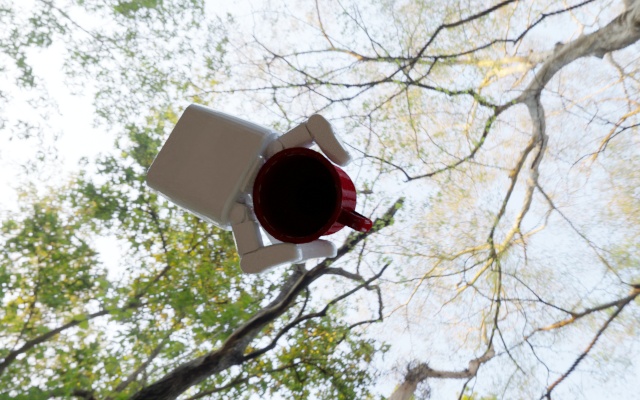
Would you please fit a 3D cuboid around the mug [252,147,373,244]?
[{"bbox_3d":[0.001,0.002,0.487,0.117,0.093,0.081,23,5,19],"label":"mug"}]
